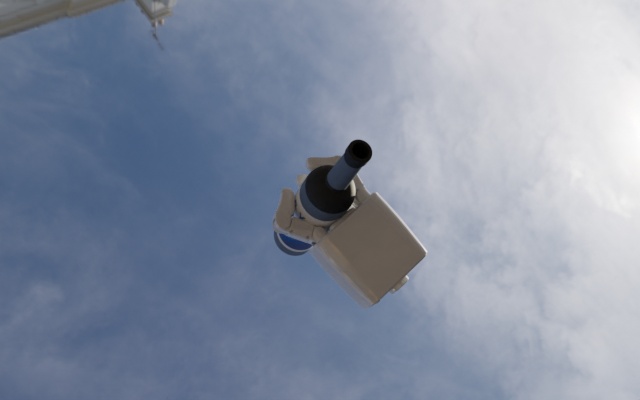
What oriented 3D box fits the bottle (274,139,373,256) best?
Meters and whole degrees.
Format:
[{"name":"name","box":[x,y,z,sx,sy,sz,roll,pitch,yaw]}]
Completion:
[{"name":"bottle","box":[0.000,0.002,0.627,0.069,0.069,0.296,0,-21,-18]}]
